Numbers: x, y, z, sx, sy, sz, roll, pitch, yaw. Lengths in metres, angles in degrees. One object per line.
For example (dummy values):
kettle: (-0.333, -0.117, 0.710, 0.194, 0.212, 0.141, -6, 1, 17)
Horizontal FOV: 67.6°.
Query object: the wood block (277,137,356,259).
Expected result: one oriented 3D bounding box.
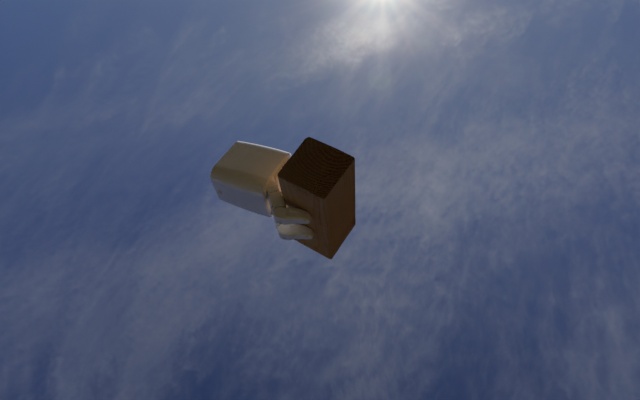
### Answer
wood block: (0.000, 0.002, 0.810, 0.090, 0.090, 0.206, 27, -26, 19)
